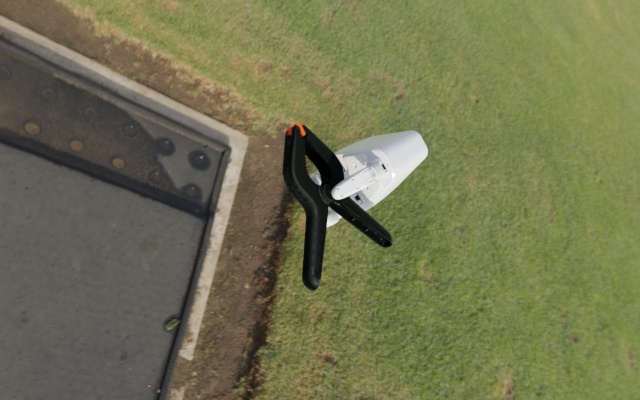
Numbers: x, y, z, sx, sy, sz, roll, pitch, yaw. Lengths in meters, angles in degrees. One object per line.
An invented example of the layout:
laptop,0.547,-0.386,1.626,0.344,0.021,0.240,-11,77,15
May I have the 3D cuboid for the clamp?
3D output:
clamp,0.000,0.001,0.618,0.164,0.210,0.036,-31,4,-43
